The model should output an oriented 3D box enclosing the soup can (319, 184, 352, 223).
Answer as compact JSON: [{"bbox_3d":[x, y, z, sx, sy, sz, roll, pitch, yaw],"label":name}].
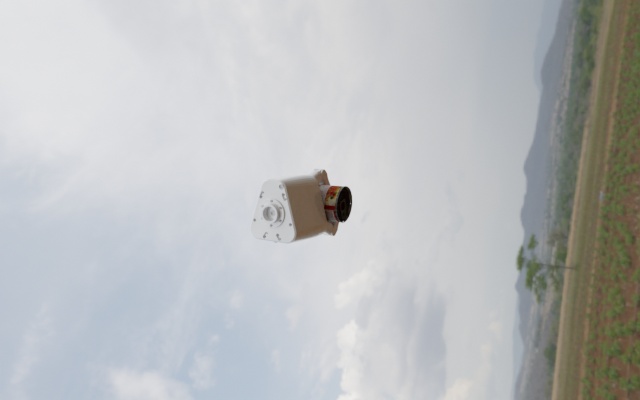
[{"bbox_3d":[0.000,0.003,0.899,0.102,0.068,0.068,6,3,28],"label":"soup can"}]
